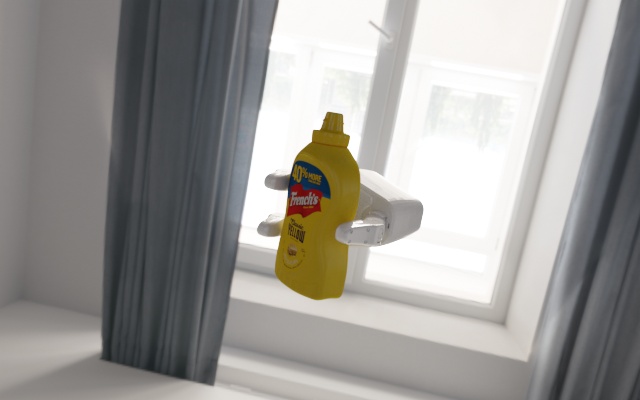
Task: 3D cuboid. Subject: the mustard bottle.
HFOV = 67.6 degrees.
[{"bbox_3d":[0.000,0.002,0.511,0.058,0.191,0.096,3,12,-34],"label":"mustard bottle"}]
